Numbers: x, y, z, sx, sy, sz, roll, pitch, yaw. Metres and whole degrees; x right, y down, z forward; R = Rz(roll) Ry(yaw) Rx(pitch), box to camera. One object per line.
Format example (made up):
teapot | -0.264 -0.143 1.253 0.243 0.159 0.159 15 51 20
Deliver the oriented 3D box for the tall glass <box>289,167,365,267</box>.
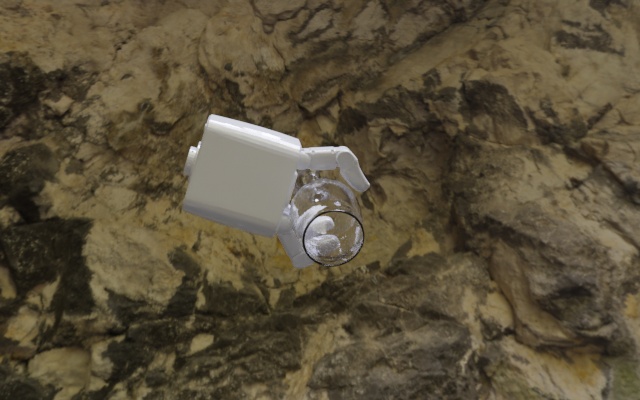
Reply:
tall glass | 0.000 0.002 0.557 0.079 0.079 0.201 0 21 -8
